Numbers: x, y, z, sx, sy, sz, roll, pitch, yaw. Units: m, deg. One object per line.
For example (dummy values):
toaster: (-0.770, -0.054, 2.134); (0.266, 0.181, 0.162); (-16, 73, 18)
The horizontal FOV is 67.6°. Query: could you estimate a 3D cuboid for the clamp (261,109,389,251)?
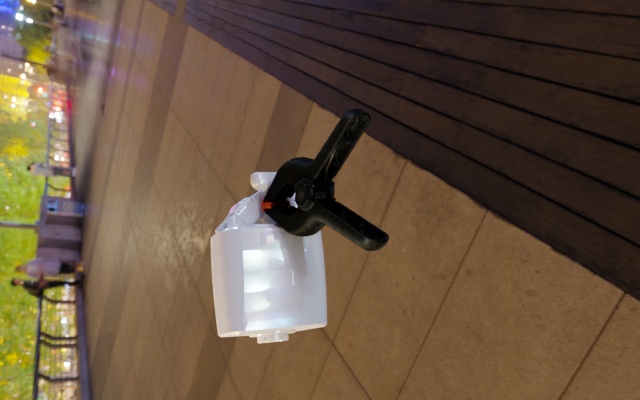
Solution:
clamp: (-0.001, 0.001, 0.453); (0.039, 0.120, 0.171); (2, -19, -34)
